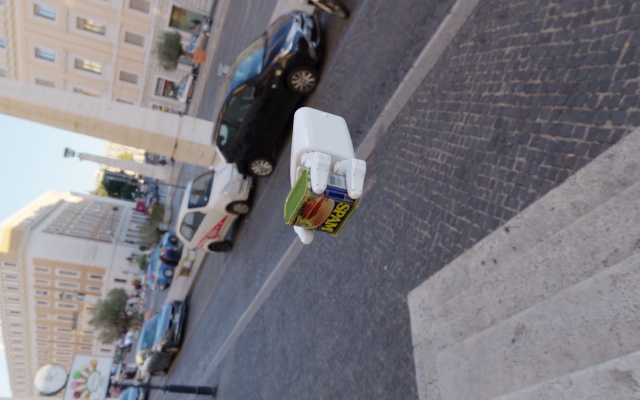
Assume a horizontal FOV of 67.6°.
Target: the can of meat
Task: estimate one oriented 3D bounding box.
[{"bbox_3d":[0.000,0.002,0.720,0.084,0.057,0.102,13,-43,-20],"label":"can of meat"}]
